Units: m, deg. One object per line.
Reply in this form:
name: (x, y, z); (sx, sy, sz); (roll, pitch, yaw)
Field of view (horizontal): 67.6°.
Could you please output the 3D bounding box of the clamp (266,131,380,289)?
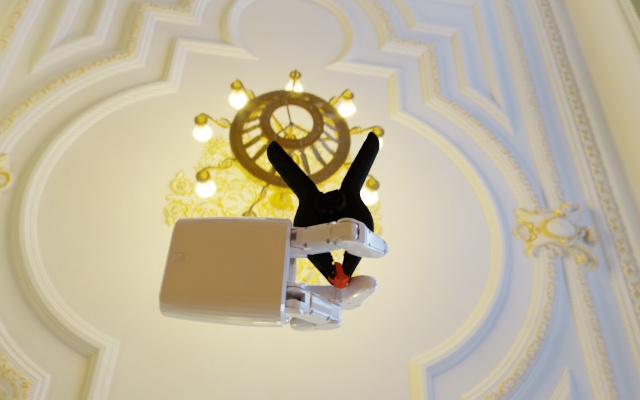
clamp: (0.000, 0.002, 0.480); (0.120, 0.171, 0.039); (-1, -30, 8)
